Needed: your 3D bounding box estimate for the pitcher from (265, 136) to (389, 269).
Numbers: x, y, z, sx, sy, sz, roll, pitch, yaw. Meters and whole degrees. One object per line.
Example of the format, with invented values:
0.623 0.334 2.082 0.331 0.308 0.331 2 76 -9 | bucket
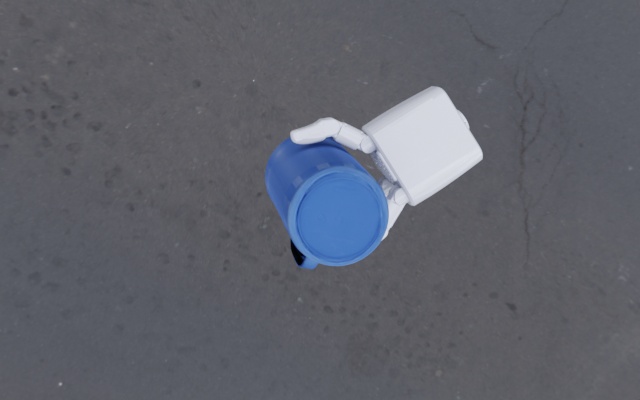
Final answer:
0.000 0.002 0.601 0.145 0.149 0.242 -31 16 0 | pitcher
